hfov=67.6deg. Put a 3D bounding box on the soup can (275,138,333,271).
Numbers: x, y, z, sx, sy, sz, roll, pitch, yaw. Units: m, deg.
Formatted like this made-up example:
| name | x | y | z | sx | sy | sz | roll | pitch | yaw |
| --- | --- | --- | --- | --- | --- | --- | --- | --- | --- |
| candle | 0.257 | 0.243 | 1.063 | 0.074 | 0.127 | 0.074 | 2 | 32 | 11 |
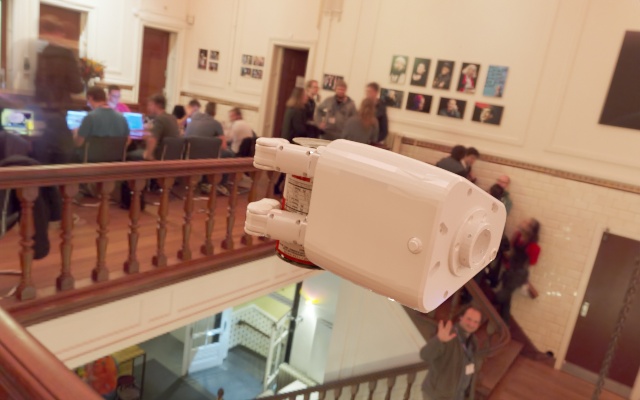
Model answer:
| name | x | y | z | sx | sy | sz | roll | pitch | yaw |
| --- | --- | --- | --- | --- | --- | --- | --- | --- | --- |
| soup can | 0.000 | 0.001 | 0.418 | 0.068 | 0.102 | 0.068 | 9 | 13 | -2 |
